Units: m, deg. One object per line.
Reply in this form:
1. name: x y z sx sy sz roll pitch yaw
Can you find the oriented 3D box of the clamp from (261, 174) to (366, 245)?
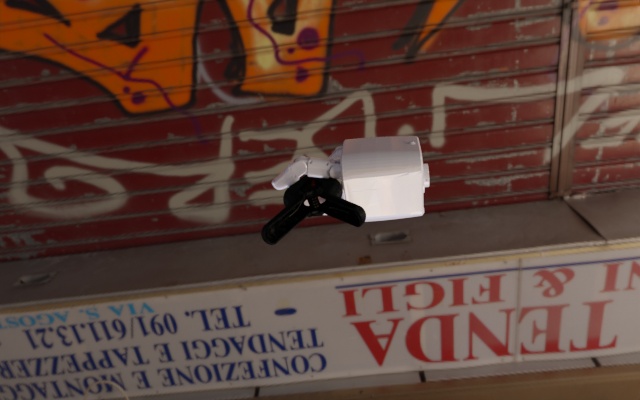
1. clamp: 0.000 0.002 0.602 0.120 0.039 0.171 -3 25 9
